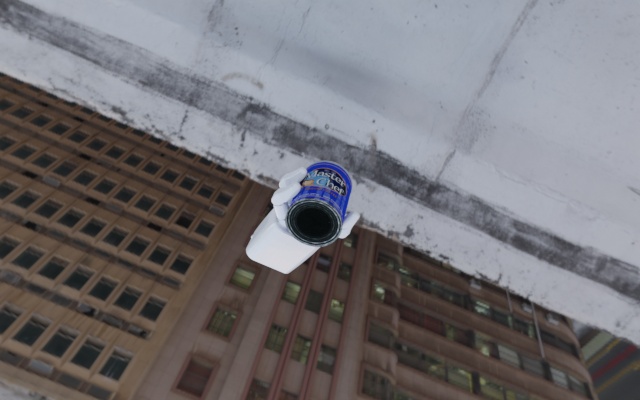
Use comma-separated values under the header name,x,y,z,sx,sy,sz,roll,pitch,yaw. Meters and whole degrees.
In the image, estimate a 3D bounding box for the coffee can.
name,x,y,z,sx,sy,sz,roll,pitch,yaw
coffee can,0.000,0.003,0.886,0.103,0.103,0.140,0,32,12
